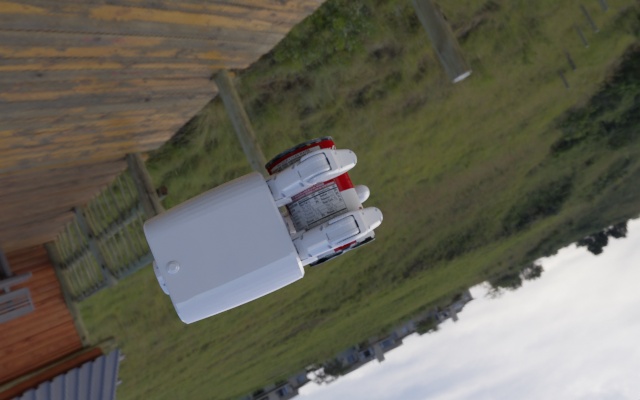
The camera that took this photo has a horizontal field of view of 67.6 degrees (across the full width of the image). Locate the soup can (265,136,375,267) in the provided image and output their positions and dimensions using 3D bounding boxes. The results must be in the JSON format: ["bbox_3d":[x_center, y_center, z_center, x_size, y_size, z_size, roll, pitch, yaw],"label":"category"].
[{"bbox_3d":[0.001,0.002,0.439,0.068,0.102,0.068,-24,-5,-2],"label":"soup can"}]
